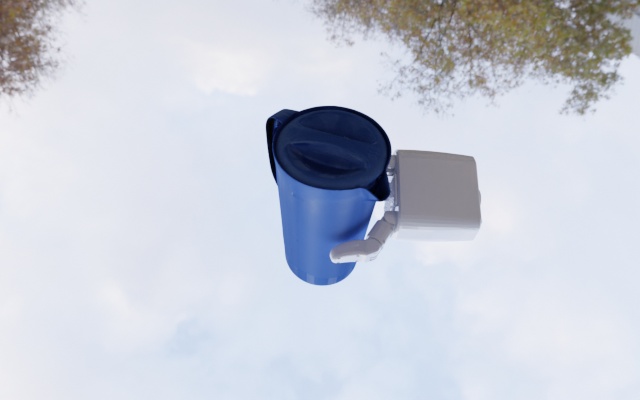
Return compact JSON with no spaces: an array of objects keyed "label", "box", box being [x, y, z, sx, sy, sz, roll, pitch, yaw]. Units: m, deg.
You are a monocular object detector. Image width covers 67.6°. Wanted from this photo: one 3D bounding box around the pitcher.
[{"label":"pitcher","box":[0.000,0.002,0.623,0.145,0.149,0.243,1,-38,-3]}]
